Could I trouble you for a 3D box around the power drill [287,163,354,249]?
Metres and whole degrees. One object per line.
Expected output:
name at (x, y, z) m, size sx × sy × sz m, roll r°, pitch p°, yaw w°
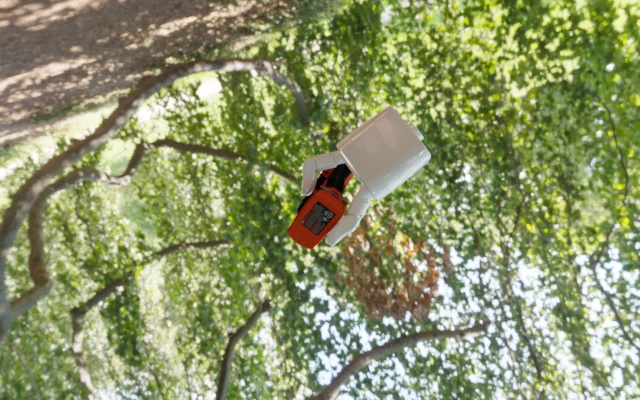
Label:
power drill at (0.000, 0.003, 0.822) m, size 0.057 × 0.184 × 0.187 m, roll 33°, pitch 29°, yaw -7°
